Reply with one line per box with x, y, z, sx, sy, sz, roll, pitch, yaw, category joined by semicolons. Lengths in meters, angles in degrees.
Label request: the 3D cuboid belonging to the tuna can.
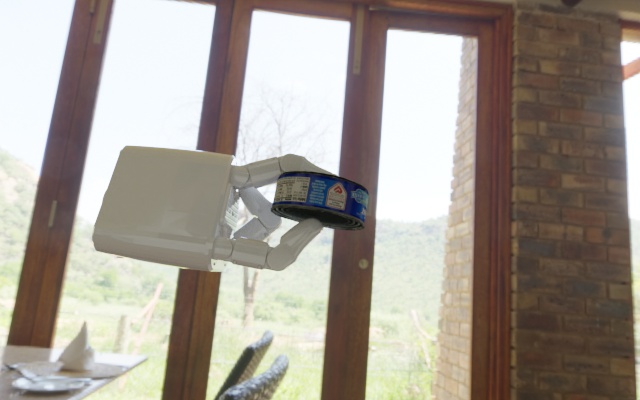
0.000;0.001;0.432;0.086;0.033;0.086;10;-12;2;tuna can
